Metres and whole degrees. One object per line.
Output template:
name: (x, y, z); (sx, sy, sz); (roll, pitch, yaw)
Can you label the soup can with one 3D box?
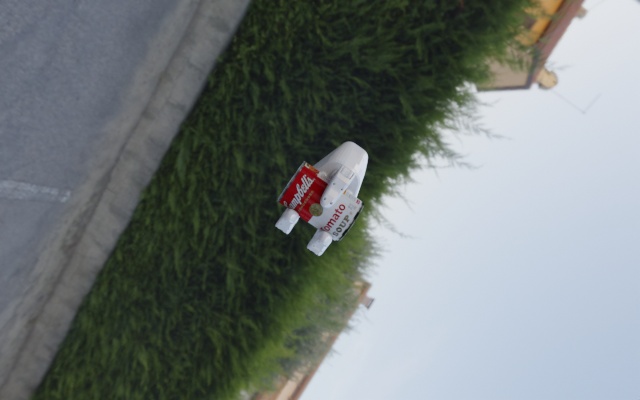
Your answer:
soup can: (0.000, 0.002, 0.661); (0.102, 0.068, 0.068); (35, -2, -3)
